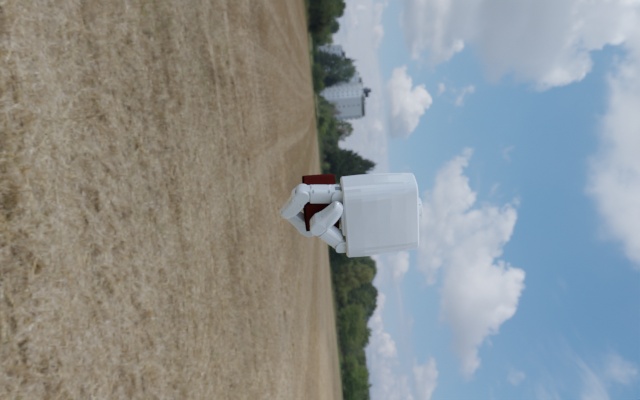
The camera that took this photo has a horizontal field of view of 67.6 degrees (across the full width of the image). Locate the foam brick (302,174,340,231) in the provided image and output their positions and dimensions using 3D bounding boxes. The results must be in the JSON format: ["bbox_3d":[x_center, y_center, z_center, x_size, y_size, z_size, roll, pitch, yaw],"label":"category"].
[{"bbox_3d":[0.000,0.002,0.725,0.051,0.053,0.078,-5,37,1],"label":"foam brick"}]
